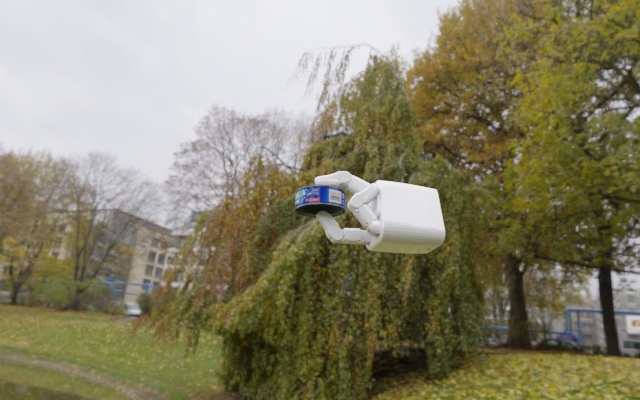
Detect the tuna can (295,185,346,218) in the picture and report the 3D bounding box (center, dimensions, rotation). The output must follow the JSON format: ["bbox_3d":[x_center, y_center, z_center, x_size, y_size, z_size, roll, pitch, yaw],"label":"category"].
[{"bbox_3d":[0.000,0.002,0.804,0.086,0.033,0.086,1,-17,0],"label":"tuna can"}]
